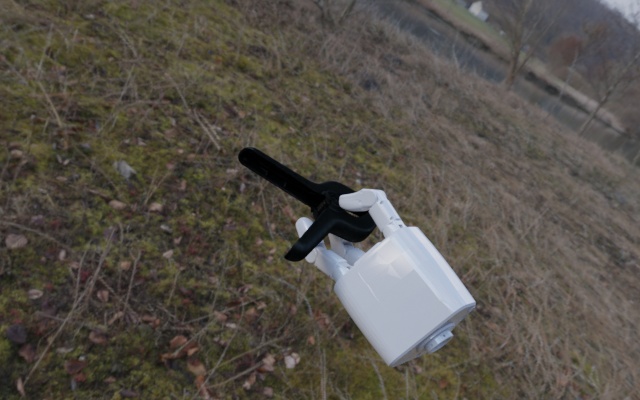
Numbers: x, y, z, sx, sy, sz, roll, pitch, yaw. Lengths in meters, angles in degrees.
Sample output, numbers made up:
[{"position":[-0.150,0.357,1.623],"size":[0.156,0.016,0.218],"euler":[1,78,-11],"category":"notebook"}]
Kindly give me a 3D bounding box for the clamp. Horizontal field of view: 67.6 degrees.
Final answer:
[{"position":[0.001,0.002,0.595],"size":[0.210,0.164,0.036],"euler":[2,-43,-48],"category":"clamp"}]
